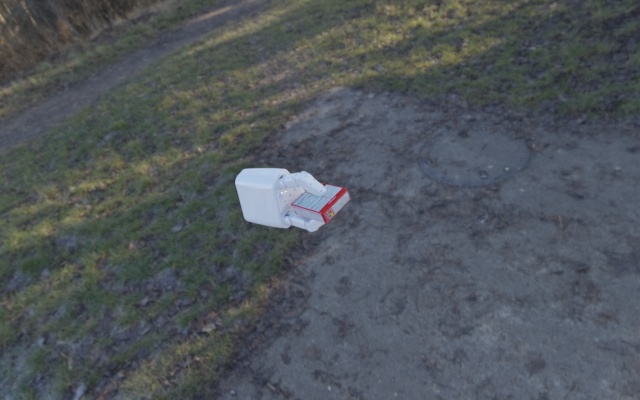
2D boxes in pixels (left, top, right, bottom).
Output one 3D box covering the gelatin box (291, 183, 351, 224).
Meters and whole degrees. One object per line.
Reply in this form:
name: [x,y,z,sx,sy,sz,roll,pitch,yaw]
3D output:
gelatin box: [0.000,0.003,0.895,0.089,0.030,0.073,14,49,47]
